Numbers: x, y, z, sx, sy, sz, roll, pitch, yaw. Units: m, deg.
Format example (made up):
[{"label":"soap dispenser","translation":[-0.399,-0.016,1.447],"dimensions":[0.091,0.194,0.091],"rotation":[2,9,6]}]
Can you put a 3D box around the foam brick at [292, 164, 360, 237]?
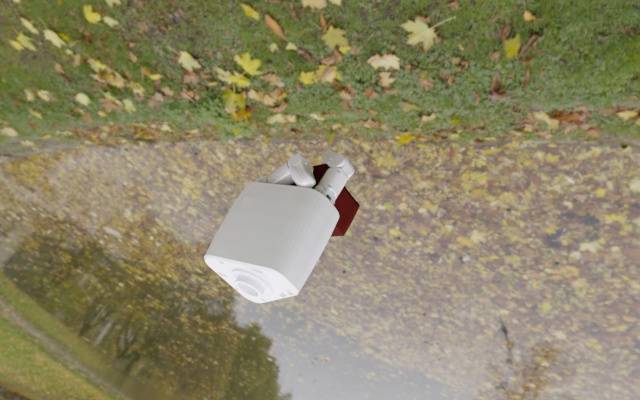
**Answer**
[{"label":"foam brick","translation":[0.000,0.002,0.580],"dimensions":[0.053,0.051,0.078],"rotation":[-7,-45,42]}]
